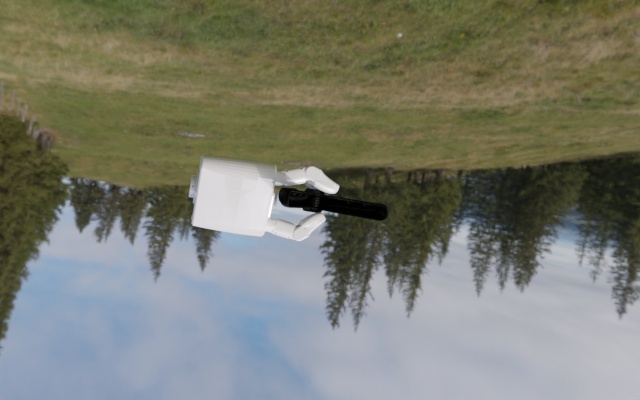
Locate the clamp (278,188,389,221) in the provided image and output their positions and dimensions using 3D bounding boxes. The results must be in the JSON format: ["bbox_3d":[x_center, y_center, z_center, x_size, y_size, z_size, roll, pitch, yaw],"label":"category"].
[{"bbox_3d":[0.000,0.003,0.749,0.164,0.036,0.210,10,1,-16],"label":"clamp"}]
